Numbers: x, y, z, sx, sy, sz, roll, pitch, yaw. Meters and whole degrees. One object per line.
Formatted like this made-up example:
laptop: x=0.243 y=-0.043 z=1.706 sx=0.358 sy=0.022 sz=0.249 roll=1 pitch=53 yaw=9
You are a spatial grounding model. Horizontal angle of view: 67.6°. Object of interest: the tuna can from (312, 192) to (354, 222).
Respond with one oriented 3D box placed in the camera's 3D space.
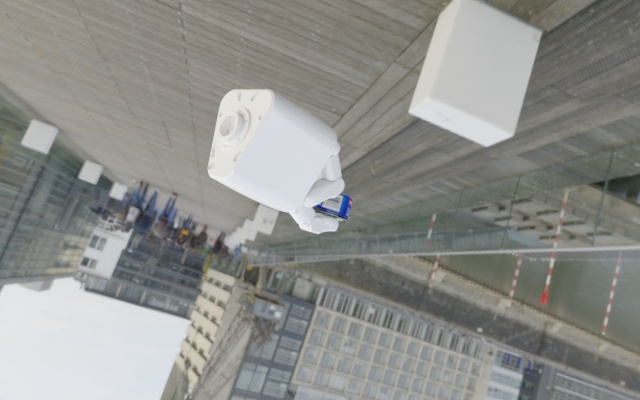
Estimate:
tuna can: x=0.000 y=0.003 z=0.653 sx=0.086 sy=0.033 sz=0.086 roll=15 pitch=-7 yaw=2
